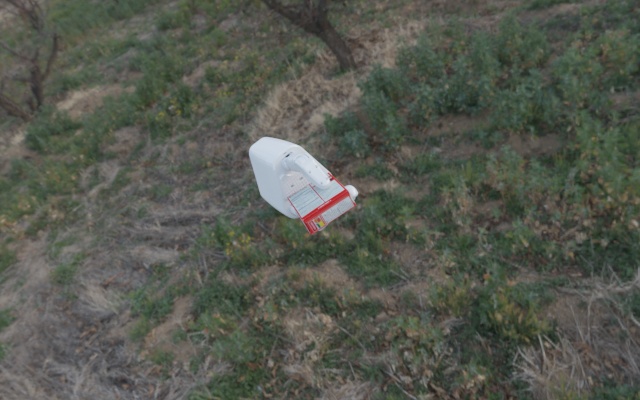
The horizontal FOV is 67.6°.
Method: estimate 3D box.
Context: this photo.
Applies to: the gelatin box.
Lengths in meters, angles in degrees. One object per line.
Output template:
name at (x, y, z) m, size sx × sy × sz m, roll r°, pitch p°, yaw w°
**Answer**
gelatin box at (0.000, 0.002, 0.667) m, size 0.073 × 0.030 × 0.089 m, roll -33°, pitch 27°, yaw -4°
